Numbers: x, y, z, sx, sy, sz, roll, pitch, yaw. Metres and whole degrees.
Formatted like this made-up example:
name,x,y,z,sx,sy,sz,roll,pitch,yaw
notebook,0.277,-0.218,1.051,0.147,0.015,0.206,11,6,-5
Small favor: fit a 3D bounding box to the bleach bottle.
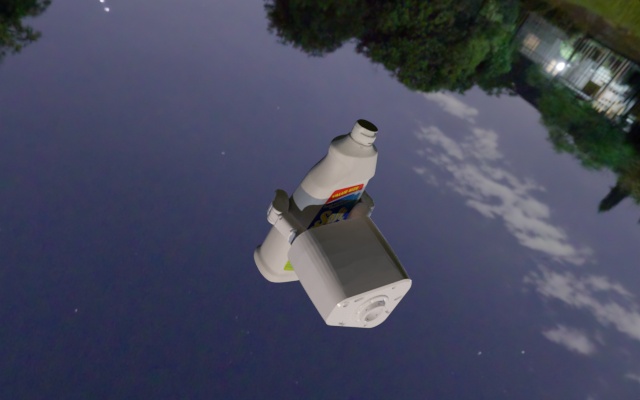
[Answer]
name,x,y,z,sx,sy,sz,roll,pitch,yaw
bleach bottle,0.000,0.002,0.642,0.102,0.251,0.068,0,42,-38
